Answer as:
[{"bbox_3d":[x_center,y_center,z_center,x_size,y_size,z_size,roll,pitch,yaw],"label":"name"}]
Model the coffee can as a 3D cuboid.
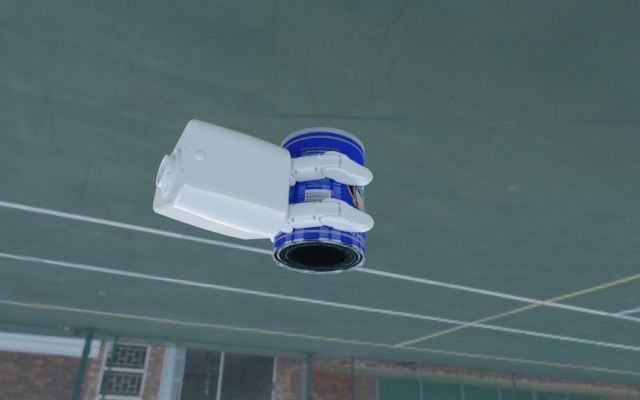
[{"bbox_3d":[0.000,0.002,0.550,0.103,0.140,0.103,2,-27,1],"label":"coffee can"}]
